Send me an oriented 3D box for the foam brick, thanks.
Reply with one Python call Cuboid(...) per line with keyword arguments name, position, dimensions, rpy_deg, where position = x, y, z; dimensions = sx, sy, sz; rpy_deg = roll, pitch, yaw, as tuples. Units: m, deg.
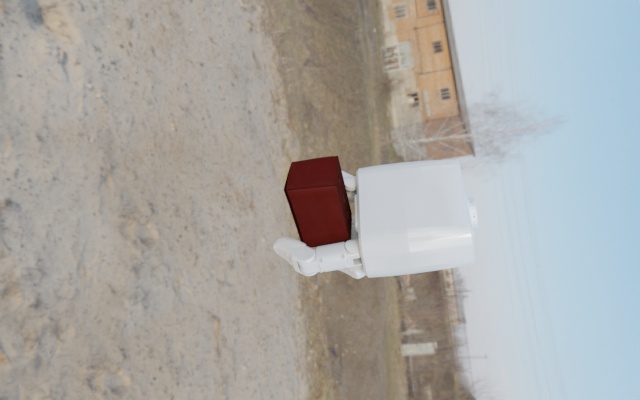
Cuboid(name="foam brick", position=(0.000, 0.001, 0.487), dimensions=(0.051, 0.078, 0.053), rpy_deg=(-7, 37, 12))
